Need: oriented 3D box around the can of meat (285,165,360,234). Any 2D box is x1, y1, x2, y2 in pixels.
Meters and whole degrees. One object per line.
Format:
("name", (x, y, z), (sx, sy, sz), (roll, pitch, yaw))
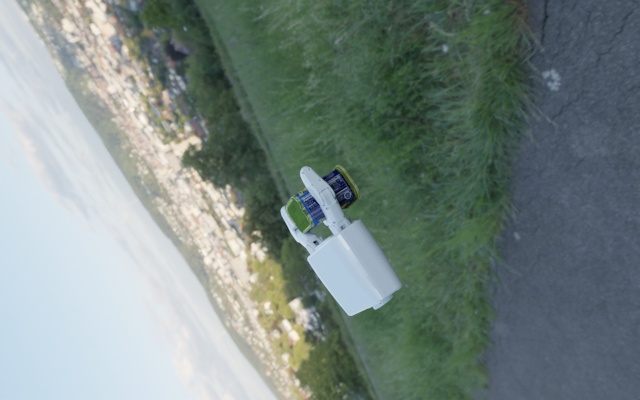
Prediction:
("can of meat", (0.000, 0.002, 0.697), (0.084, 0.057, 0.102), (-33, -5, -16))
